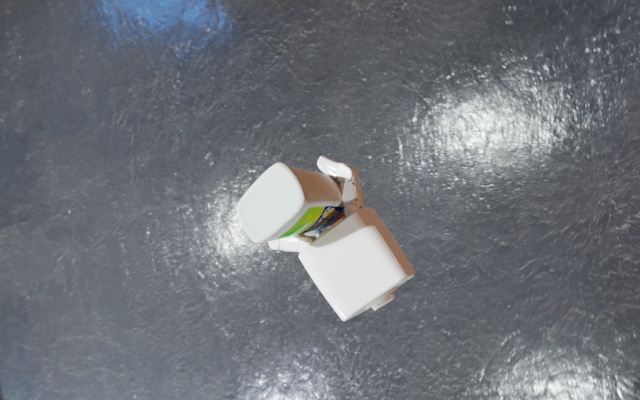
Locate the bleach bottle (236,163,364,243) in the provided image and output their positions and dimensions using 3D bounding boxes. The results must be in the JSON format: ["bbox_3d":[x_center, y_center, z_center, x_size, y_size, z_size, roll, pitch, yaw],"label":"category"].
[{"bbox_3d":[0.000,0.002,0.662,0.102,0.068,0.251,-42,-19,24],"label":"bleach bottle"}]
